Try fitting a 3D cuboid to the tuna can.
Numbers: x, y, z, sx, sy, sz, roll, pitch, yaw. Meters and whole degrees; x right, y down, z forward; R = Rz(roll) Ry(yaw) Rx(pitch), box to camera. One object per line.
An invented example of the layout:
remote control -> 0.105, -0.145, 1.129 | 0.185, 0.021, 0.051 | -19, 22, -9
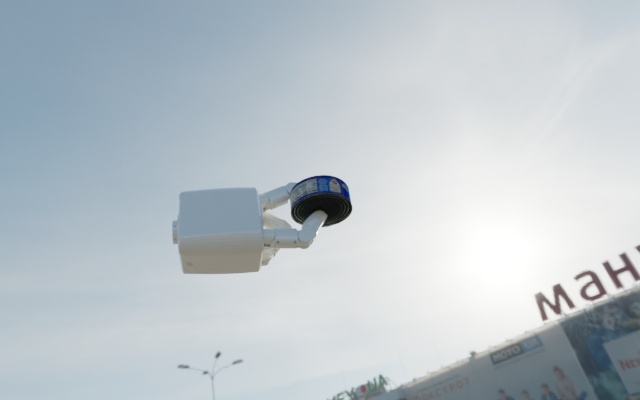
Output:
tuna can -> 0.000, 0.002, 0.666 | 0.086, 0.033, 0.086 | -5, -34, -3
